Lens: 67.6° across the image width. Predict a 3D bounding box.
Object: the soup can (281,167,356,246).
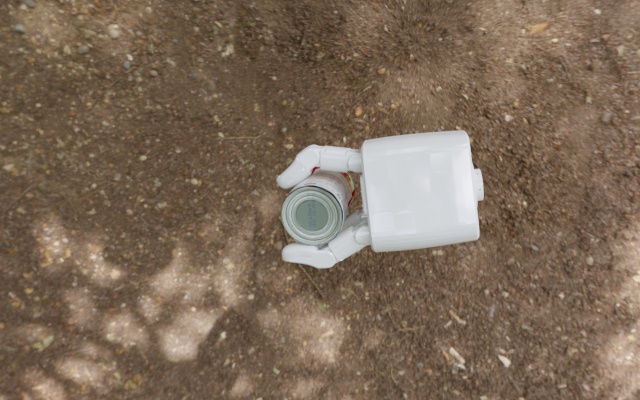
[{"bbox_3d":[0.000,0.002,0.538,0.068,0.068,0.102,0,18,11],"label":"soup can"}]
